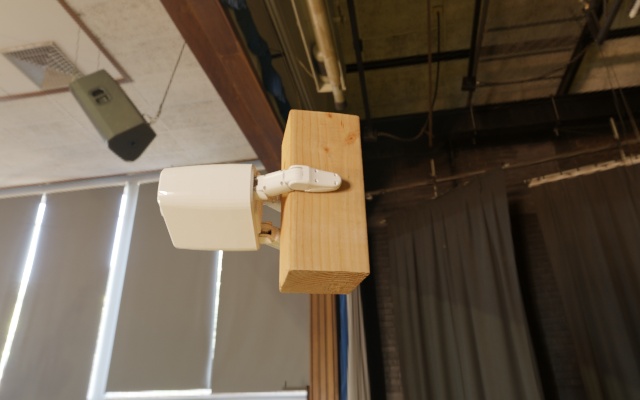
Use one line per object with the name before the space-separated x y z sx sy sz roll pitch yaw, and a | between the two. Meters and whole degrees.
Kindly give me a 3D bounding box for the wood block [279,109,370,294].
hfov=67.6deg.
wood block | 0.000 0.002 0.585 0.090 0.206 0.091 4 -26 -11
